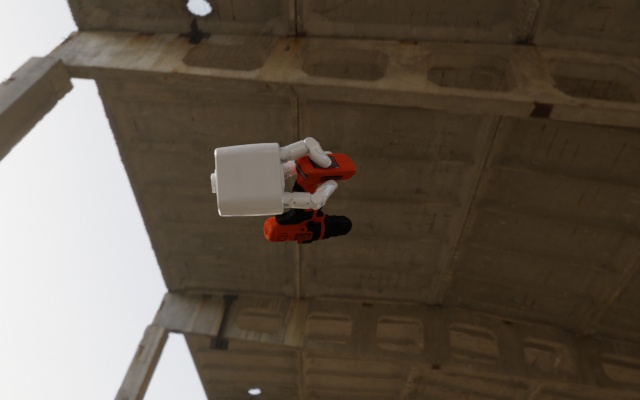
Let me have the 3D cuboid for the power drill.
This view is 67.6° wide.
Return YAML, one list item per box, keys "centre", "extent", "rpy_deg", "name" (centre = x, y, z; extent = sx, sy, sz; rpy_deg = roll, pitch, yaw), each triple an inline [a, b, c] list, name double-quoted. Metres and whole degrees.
- centre: [0.000, 0.003, 0.882]
  extent: [0.184, 0.188, 0.057]
  rpy_deg: [-4, 42, -29]
  name: "power drill"
